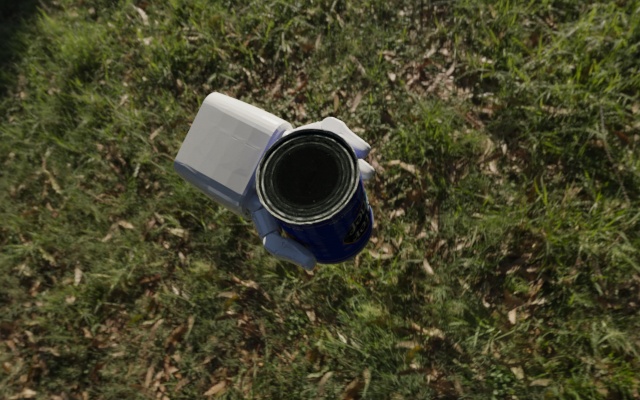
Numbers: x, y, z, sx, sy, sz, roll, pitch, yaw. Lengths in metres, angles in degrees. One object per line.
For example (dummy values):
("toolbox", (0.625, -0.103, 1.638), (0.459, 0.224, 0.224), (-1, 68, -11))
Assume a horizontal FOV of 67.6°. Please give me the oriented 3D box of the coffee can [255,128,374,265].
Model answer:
("coffee can", (0.000, 0.002, 0.516), (0.103, 0.102, 0.140), (0, -22, 12))
